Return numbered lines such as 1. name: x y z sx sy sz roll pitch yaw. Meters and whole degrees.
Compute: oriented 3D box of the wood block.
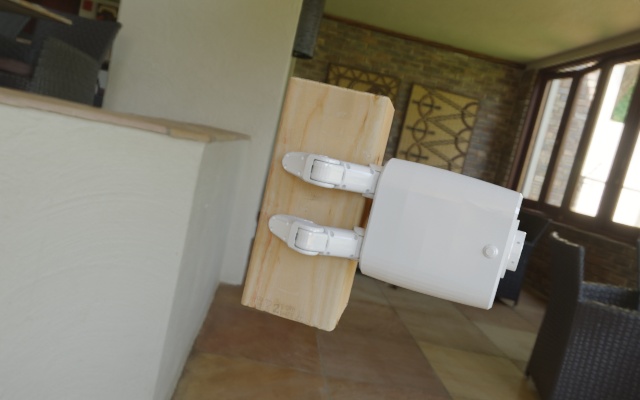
1. wood block: 0.001 0.001 0.453 0.090 0.206 0.091 15 7 10
